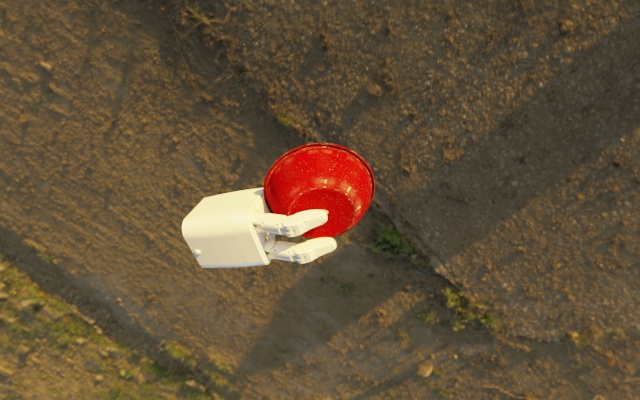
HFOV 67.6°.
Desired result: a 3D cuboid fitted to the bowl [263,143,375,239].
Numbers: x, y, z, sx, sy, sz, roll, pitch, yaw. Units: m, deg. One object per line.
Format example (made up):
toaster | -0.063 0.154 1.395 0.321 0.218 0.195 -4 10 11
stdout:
bowl | 0.001 0.002 0.667 0.162 0.162 0.055 0 38 -5
